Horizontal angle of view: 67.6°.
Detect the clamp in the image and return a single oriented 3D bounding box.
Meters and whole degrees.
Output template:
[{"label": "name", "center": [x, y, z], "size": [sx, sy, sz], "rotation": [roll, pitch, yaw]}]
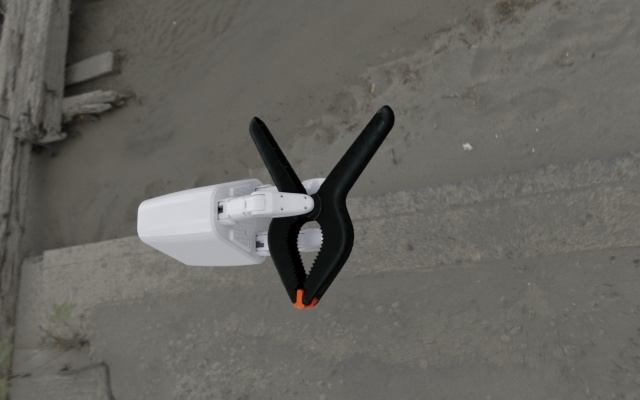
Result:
[{"label": "clamp", "center": [0.000, 0.002, 0.482], "size": [0.164, 0.210, 0.036], "rotation": [-8, -12, 26]}]
